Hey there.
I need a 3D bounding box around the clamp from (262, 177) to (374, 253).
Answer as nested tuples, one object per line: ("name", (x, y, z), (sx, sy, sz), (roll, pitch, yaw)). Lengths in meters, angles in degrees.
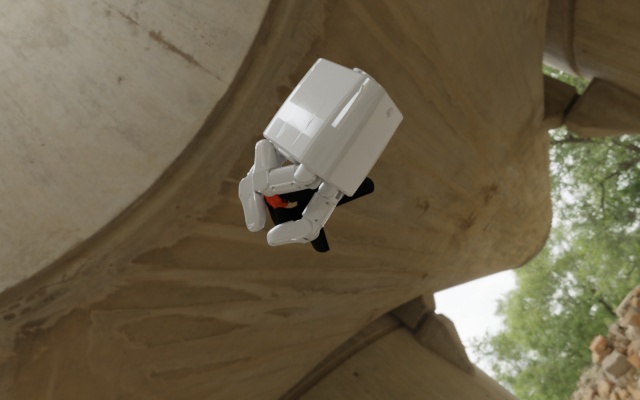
("clamp", (0.000, 0.002, 0.580), (0.039, 0.120, 0.171), (37, 3, 30))
